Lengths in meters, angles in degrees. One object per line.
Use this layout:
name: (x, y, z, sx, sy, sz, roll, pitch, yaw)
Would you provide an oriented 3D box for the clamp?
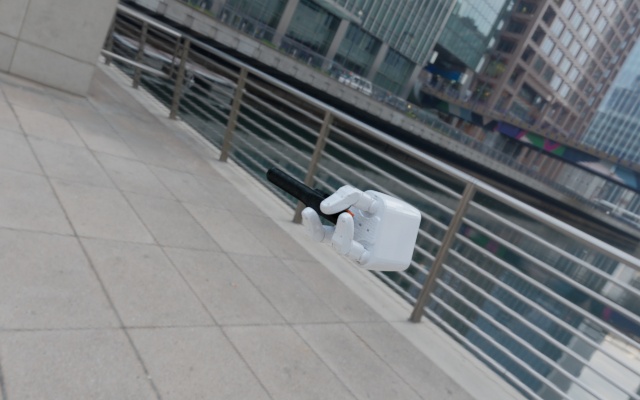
clamp: (0.000, 0.002, 0.748, 0.120, 0.039, 0.171, 16, 15, -46)
